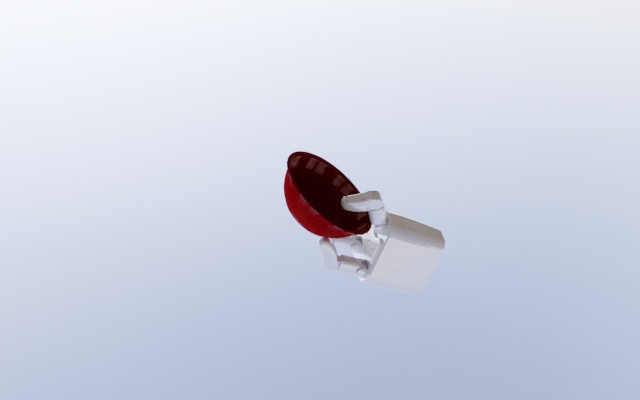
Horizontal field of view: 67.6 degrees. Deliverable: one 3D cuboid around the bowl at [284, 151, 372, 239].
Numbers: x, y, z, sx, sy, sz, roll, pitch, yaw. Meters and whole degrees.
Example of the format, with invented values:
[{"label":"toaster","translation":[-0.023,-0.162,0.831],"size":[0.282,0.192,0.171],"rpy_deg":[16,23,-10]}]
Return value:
[{"label":"bowl","translation":[-0.001,0.002,0.715],"size":[0.055,0.162,0.162],"rpy_deg":[-45,-24,27]}]
